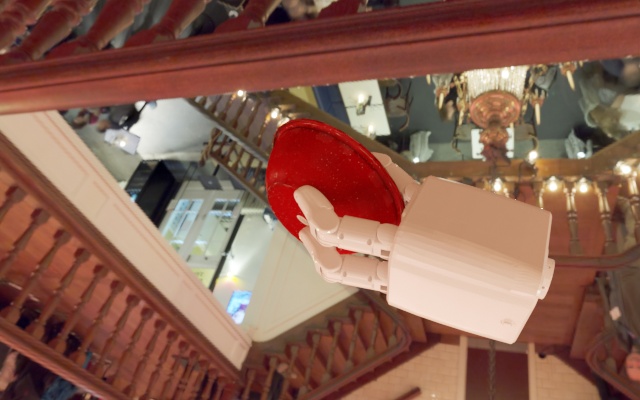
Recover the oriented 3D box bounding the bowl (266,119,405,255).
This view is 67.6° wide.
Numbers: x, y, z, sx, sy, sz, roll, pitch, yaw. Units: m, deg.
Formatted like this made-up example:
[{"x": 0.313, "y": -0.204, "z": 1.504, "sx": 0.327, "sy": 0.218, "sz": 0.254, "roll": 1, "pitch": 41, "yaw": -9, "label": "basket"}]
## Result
[{"x": -0.001, "y": 0.001, "z": 0.469, "sx": 0.162, "sy": 0.162, "sz": 0.055, "roll": 0, "pitch": 40, "yaw": 52, "label": "bowl"}]
